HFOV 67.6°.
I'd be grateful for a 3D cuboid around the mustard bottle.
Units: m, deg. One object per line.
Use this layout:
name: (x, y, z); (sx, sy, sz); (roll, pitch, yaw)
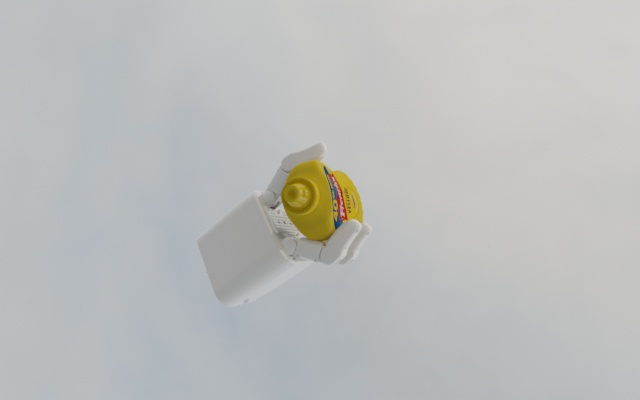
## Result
mustard bottle: (0.000, 0.002, 0.577); (0.058, 0.096, 0.191); (-12, -9, 18)
